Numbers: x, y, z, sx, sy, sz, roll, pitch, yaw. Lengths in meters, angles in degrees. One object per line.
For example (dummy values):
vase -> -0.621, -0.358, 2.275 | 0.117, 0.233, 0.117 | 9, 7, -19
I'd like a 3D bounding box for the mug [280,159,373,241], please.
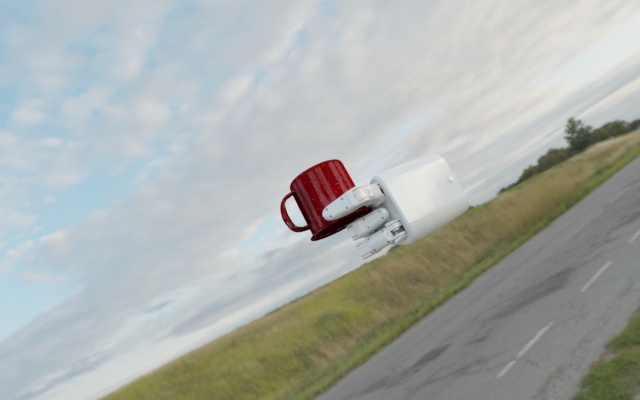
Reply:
mug -> -0.001, 0.002, 0.638 | 0.117, 0.081, 0.093 | -23, -13, -22
